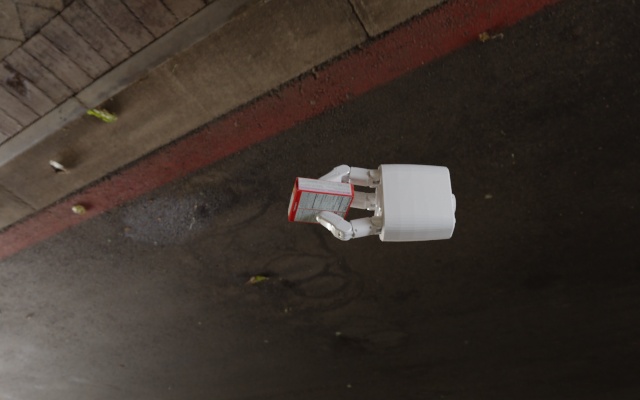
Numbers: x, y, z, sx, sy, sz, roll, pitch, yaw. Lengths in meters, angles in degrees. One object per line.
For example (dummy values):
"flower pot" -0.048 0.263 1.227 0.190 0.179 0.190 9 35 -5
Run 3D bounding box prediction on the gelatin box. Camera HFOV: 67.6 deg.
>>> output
"gelatin box" 0.000 0.003 0.729 0.089 0.030 0.073 5 -41 -12
